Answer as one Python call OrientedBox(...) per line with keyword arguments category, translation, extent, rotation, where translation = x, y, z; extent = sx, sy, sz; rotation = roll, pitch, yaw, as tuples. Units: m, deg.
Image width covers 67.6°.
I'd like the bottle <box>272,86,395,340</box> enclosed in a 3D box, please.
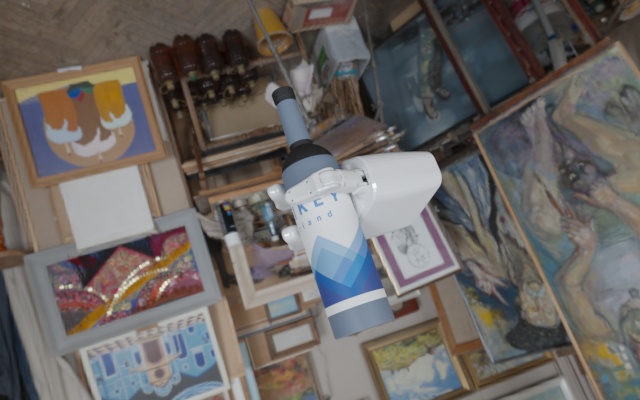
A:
OrientedBox(category="bottle", translation=(0.000, 0.002, 0.540), extent=(0.069, 0.295, 0.069), rotation=(-18, -16, -5))
